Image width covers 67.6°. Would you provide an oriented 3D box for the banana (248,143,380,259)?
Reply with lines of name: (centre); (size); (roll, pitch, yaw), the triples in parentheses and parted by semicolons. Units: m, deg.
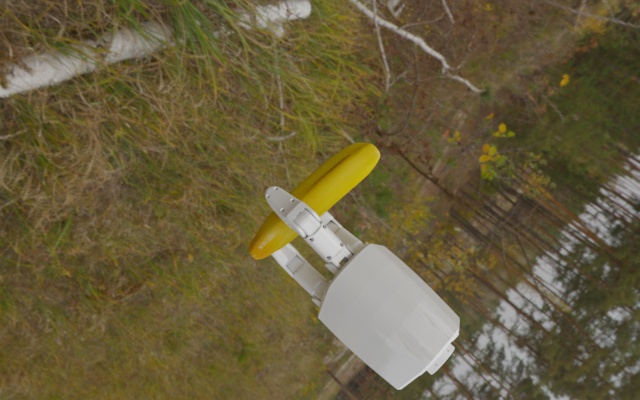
banana: (0.007, -0.011, 0.485); (0.197, 0.037, 0.070); (-39, -16, -35)
